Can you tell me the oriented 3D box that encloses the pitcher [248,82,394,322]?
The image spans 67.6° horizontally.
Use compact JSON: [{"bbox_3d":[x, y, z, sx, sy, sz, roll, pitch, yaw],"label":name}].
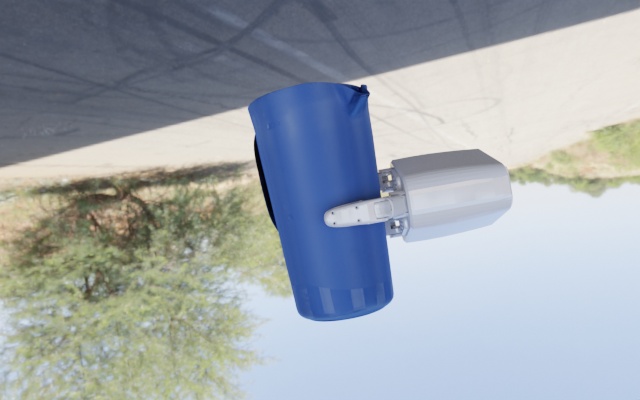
[{"bbox_3d":[0.000,0.002,0.531,0.145,0.243,0.149,-10,-1,2],"label":"pitcher"}]
